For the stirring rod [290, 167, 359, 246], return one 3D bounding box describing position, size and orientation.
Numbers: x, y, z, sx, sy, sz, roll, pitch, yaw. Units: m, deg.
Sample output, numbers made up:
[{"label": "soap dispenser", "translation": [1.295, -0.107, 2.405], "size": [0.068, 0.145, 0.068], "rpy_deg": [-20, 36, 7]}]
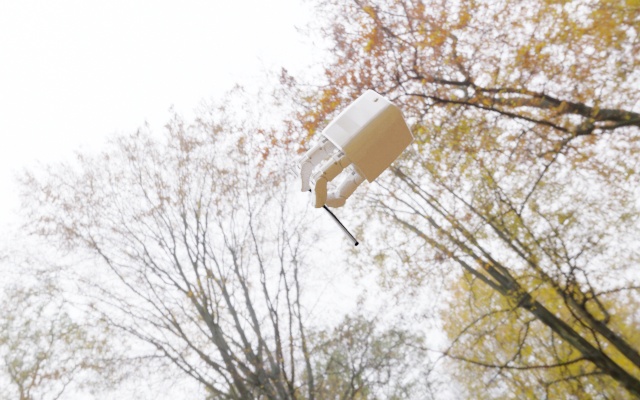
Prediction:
[{"label": "stirring rod", "translation": [0.000, 0.003, 0.767], "size": [0.011, 0.011, 0.239], "rpy_deg": [0, 30, -29]}]
